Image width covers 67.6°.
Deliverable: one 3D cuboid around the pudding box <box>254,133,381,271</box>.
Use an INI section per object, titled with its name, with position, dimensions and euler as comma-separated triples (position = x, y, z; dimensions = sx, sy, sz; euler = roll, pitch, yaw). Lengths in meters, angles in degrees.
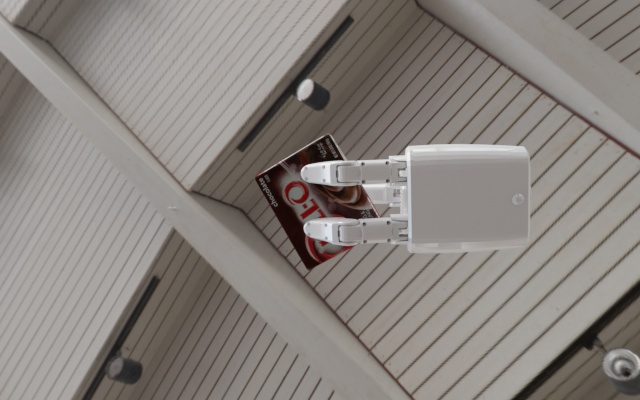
[pudding box]
position = 0.000, 0.002, 0.489
dimensions = 0.090, 0.113, 0.039
euler = -30, 1, 11
